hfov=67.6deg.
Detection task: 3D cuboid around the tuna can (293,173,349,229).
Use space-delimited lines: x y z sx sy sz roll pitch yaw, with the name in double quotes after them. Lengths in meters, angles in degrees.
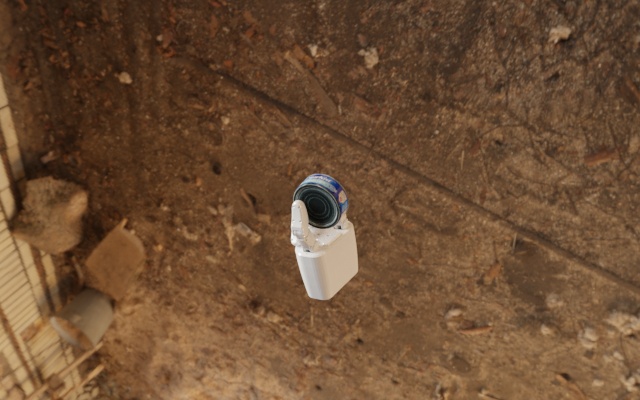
0.000 0.003 0.760 0.086 0.086 0.033 0 30 31 "tuna can"
